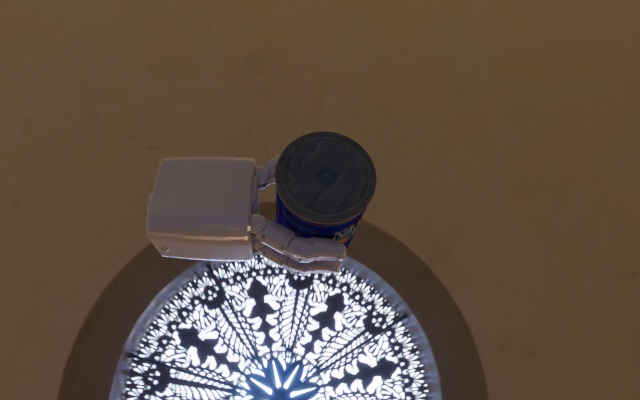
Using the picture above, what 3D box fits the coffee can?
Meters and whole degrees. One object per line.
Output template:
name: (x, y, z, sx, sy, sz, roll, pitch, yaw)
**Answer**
coffee can: (0.000, 0.002, 0.542, 0.103, 0.102, 0.140, 0, -23, -5)
